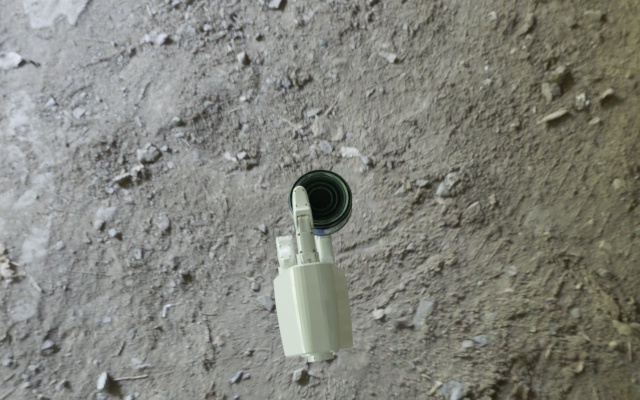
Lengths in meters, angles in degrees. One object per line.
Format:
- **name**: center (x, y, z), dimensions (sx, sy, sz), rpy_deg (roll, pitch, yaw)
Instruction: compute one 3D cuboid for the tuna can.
- **tuna can**: center (0.000, 0.002, 0.637), dimensions (0.086, 0.086, 0.034), rpy_deg (0, -20, 2)
